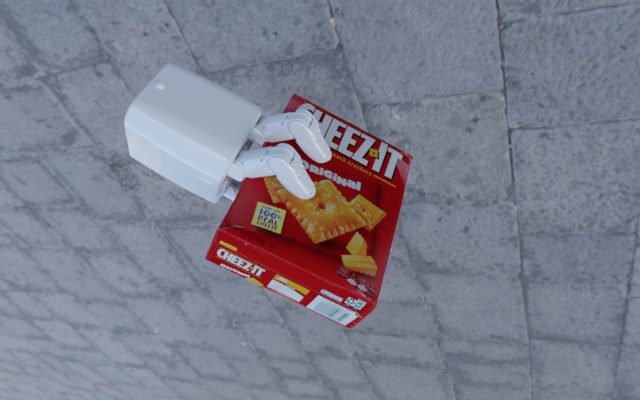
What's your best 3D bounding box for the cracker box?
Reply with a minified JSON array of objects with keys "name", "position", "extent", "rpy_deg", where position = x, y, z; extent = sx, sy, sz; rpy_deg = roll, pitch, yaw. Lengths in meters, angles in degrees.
[{"name":"cracker box","position":[0.000,0.002,0.512],"extent":[0.164,0.213,0.072],"rpy_deg":[27,-40,-7]}]
